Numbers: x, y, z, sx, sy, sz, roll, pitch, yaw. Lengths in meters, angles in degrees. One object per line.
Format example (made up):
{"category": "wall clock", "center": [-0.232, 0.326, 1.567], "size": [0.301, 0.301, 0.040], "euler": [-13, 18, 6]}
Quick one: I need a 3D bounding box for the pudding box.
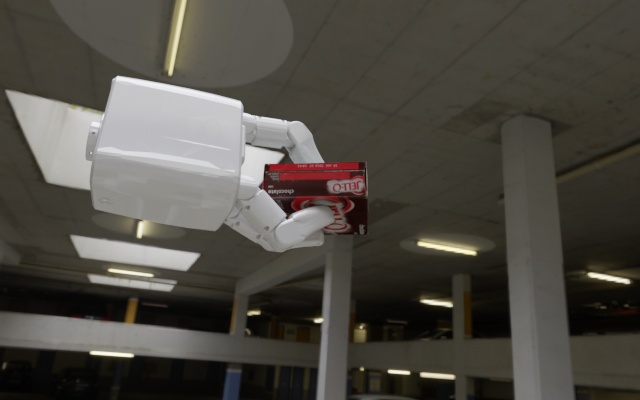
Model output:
{"category": "pudding box", "center": [0.000, 0.001, 0.449], "size": [0.090, 0.039, 0.113], "euler": [0, -18, 6]}
